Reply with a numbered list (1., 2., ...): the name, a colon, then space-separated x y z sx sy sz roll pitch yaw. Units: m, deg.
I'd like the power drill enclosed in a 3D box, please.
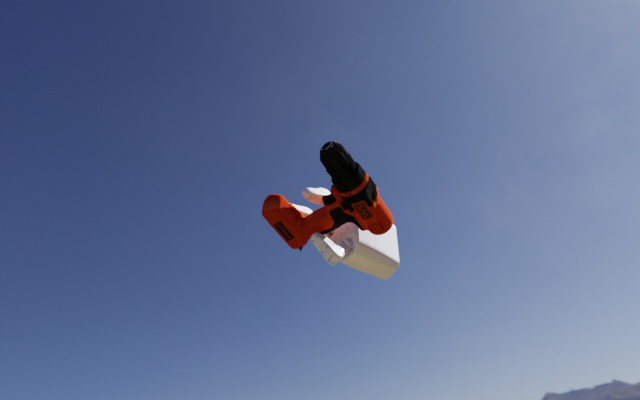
1. power drill: 0.000 0.003 0.767 0.188 0.184 0.057 -18 34 30
